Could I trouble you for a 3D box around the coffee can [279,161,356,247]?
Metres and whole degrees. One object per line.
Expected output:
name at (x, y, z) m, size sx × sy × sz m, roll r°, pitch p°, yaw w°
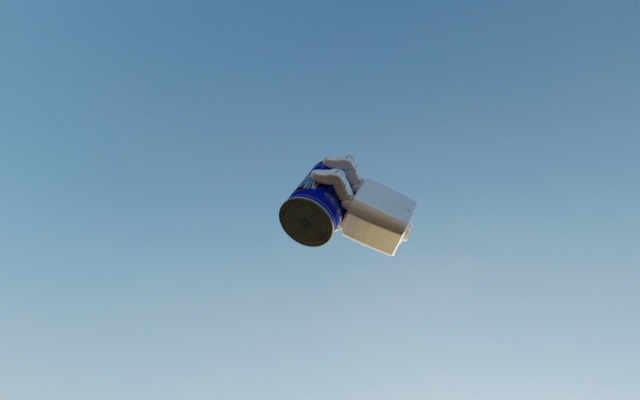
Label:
coffee can at (0.000, 0.003, 0.875) m, size 0.103 × 0.103 × 0.140 m, roll 0°, pitch 32°, yaw 27°
